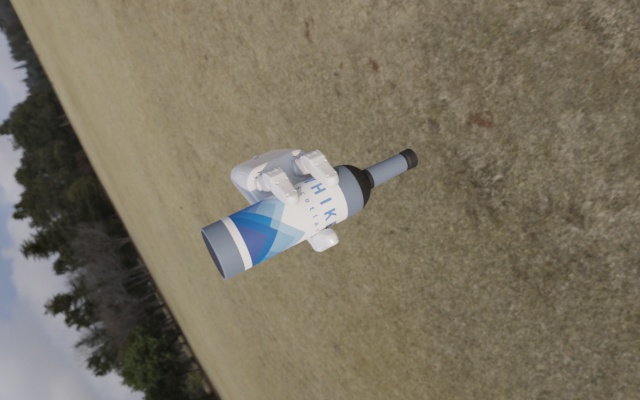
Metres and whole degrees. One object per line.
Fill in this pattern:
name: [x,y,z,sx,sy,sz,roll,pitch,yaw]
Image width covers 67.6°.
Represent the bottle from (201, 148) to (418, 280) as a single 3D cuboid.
bottle: [0.000,0.002,0.602,0.295,0.069,0.069,-26,9,-20]
